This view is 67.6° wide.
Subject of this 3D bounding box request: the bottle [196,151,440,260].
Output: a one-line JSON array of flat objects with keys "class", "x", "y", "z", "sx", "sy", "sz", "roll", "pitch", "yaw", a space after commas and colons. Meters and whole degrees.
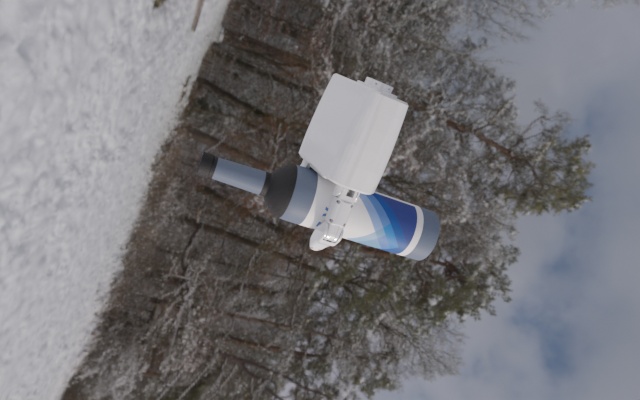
[{"class": "bottle", "x": 0.000, "y": 0.002, "z": 0.570, "sx": 0.296, "sy": 0.069, "sz": 0.069, "roll": 18, "pitch": -6, "yaw": -17}]
